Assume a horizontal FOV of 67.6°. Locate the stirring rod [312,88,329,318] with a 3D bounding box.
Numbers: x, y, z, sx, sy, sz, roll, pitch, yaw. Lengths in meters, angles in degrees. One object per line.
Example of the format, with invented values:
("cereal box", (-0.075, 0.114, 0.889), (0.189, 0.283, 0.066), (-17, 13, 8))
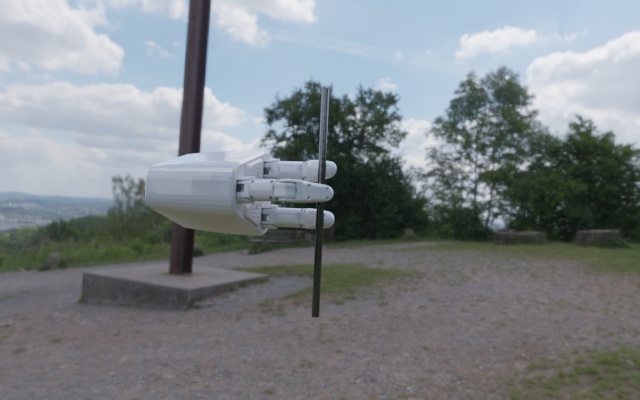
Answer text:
("stirring rod", (0.000, 0.002, 0.503), (0.011, 0.239, 0.011), (3, -2, 0))
